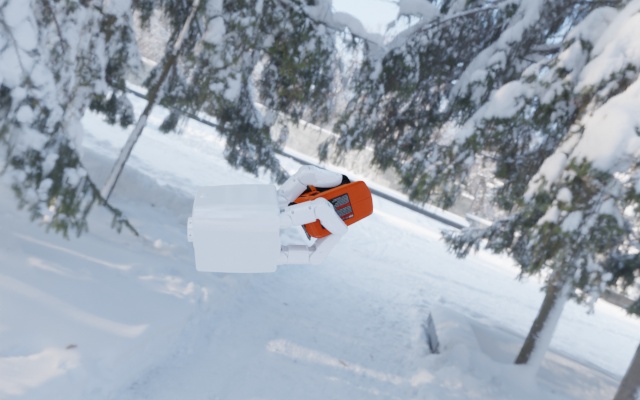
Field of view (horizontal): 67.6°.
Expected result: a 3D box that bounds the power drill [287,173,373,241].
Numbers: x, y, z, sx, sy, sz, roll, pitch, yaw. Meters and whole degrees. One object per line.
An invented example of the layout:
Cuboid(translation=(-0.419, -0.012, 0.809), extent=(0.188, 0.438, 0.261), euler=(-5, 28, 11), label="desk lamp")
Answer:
Cuboid(translation=(0.000, 0.002, 0.723), extent=(0.184, 0.057, 0.187), euler=(-24, 11, -23), label="power drill")
